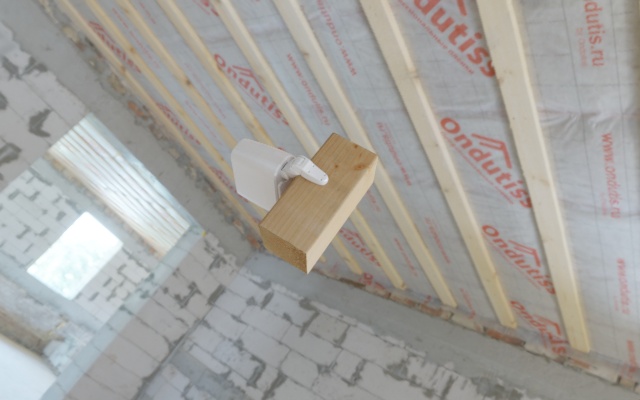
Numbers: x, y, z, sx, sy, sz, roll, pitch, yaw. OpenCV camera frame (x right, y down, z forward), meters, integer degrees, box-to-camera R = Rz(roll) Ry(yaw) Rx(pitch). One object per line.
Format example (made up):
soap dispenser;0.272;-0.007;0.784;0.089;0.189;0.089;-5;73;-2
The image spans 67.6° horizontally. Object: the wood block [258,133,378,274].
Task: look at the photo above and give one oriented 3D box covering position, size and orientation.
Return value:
wood block;0.000;0.002;0.779;0.090;0.206;0.091;30;-24;16
